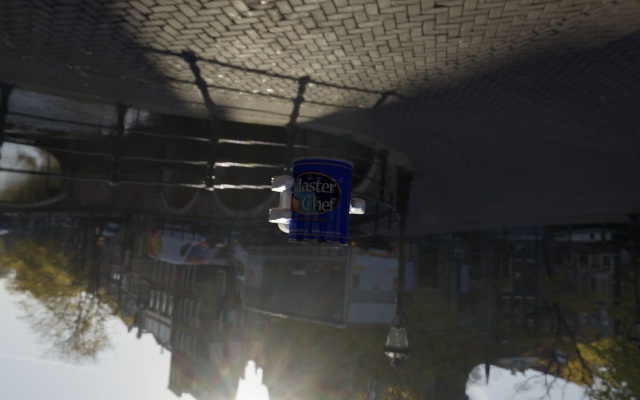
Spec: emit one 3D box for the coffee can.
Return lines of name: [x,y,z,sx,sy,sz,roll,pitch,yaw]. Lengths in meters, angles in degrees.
coffee can: [0.000,0.002,0.807,0.103,0.140,0.103,4,-7,0]
